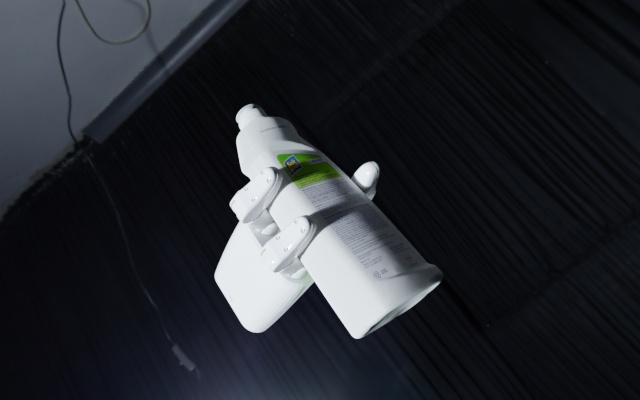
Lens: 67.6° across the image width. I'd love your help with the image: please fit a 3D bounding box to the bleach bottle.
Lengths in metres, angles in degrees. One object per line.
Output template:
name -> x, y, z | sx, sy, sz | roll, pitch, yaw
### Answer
bleach bottle -> 0.000, 0.002, 0.460 | 0.102, 0.250, 0.068 | -15, -30, -44
